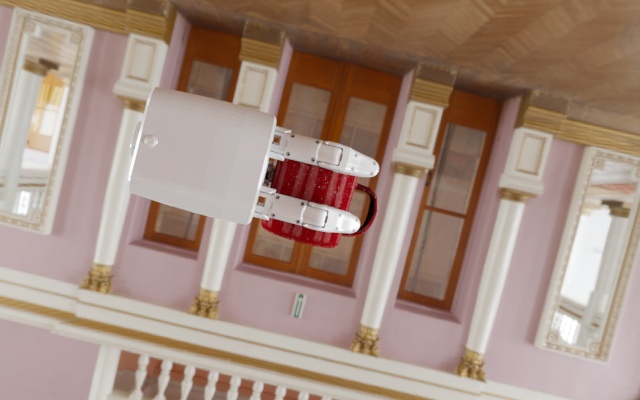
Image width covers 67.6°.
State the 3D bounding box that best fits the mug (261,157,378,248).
[{"bbox_3d":[0.001,0.002,0.483,0.117,0.081,0.093,15,2,-11],"label":"mug"}]
